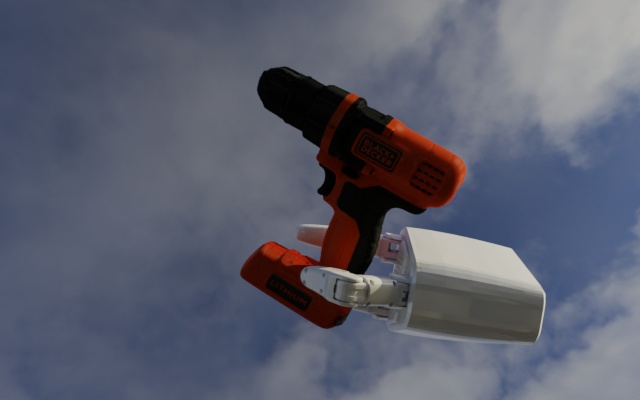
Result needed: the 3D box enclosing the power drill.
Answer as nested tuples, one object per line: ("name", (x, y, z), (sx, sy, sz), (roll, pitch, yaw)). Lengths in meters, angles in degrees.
("power drill", (0.000, 0.002, 0.409), (0.184, 0.188, 0.057), (31, 23, 11))
